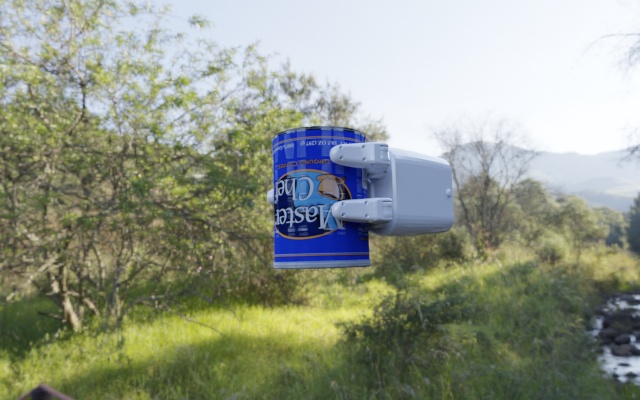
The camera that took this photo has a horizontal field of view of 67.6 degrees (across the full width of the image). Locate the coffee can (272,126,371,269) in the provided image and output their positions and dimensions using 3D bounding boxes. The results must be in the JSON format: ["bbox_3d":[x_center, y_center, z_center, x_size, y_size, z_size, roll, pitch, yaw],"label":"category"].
[{"bbox_3d":[0.000,0.002,0.512,0.103,0.140,0.103,-1,-7,0],"label":"coffee can"}]
